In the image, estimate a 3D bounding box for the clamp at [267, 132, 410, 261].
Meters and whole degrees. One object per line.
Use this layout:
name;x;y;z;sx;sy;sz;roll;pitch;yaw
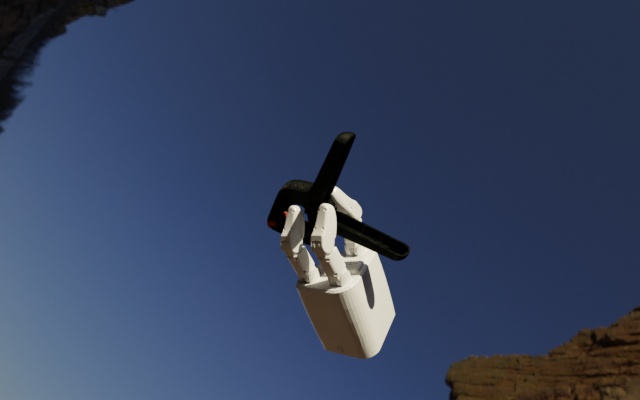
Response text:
clamp;0.000;0.002;0.606;0.210;0.164;0.036;-4;24;44
